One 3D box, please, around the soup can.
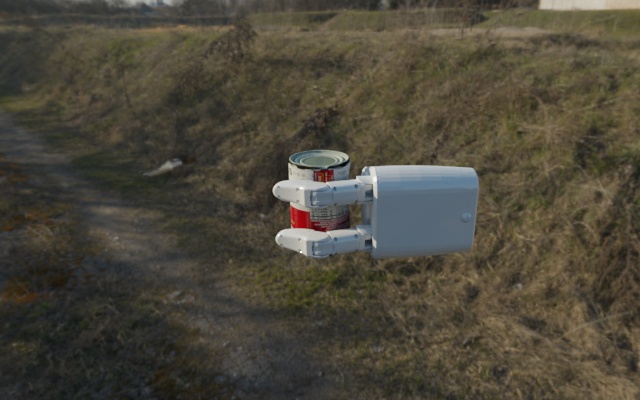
[{"bbox_3d":[0.000,0.001,0.527,0.068,0.102,0.068,-1,21,0],"label":"soup can"}]
